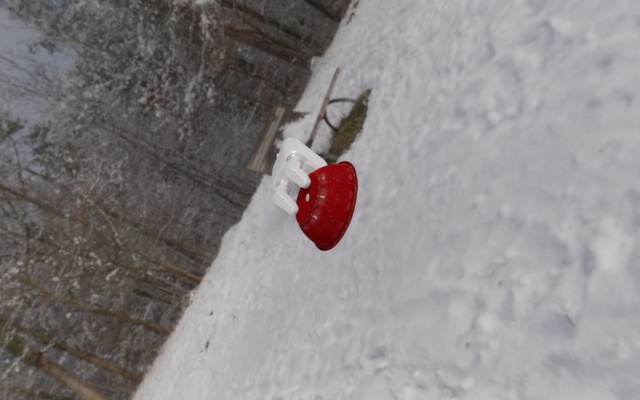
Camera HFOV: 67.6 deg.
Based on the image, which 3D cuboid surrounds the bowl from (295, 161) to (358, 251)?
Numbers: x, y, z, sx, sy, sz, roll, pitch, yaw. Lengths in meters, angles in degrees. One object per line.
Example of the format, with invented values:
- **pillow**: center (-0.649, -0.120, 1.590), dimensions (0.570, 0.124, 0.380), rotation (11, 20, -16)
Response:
- **bowl**: center (0.000, 0.003, 0.816), dimensions (0.055, 0.162, 0.162), rotation (16, -7, -24)
